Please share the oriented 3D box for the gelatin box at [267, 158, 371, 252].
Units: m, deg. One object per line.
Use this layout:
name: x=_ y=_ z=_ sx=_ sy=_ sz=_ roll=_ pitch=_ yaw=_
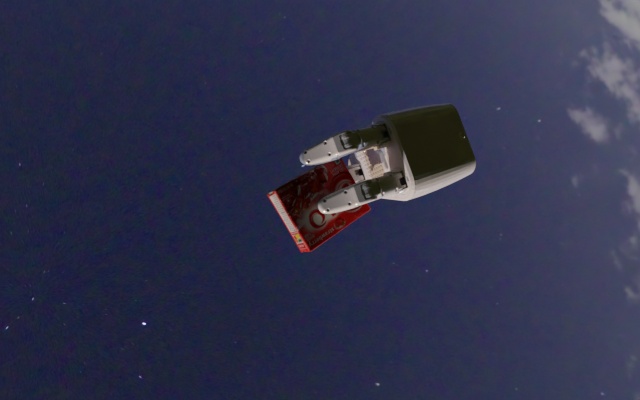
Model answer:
gelatin box: x=0.000 y=0.002 z=0.510 sx=0.089 sy=0.073 sz=0.030 roll=-32 pitch=6 yaw=-24
